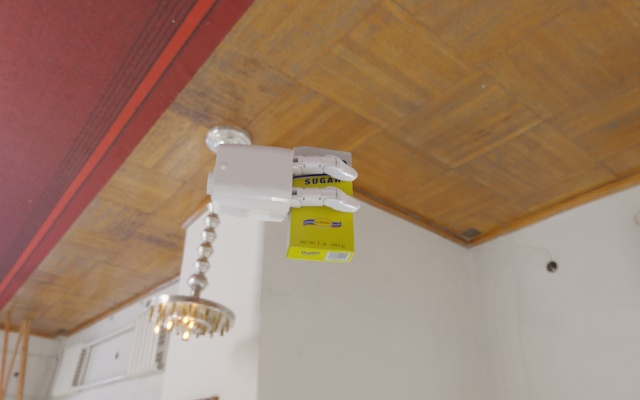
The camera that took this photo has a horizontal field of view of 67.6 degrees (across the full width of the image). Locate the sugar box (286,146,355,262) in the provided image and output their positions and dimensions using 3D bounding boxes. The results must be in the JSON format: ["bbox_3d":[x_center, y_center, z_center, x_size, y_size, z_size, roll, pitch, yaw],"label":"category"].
[{"bbox_3d":[0.000,0.002,0.706,0.093,0.176,0.048,6,-31,-10],"label":"sugar box"}]
